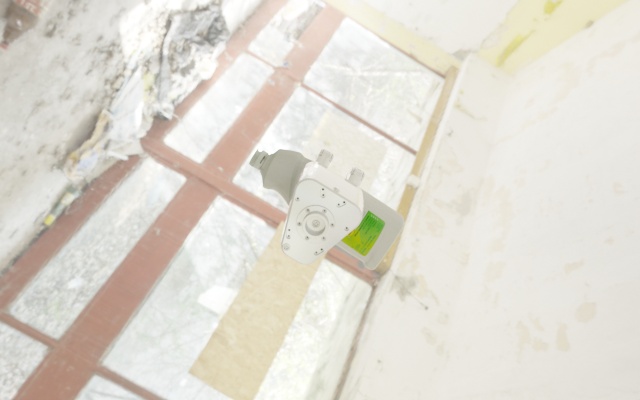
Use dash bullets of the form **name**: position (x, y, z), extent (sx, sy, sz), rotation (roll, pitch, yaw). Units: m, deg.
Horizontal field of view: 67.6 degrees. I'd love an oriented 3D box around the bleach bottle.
- **bleach bottle**: position (0.000, 0.002, 0.745), extent (0.251, 0.102, 0.068), rotation (31, 14, -4)
